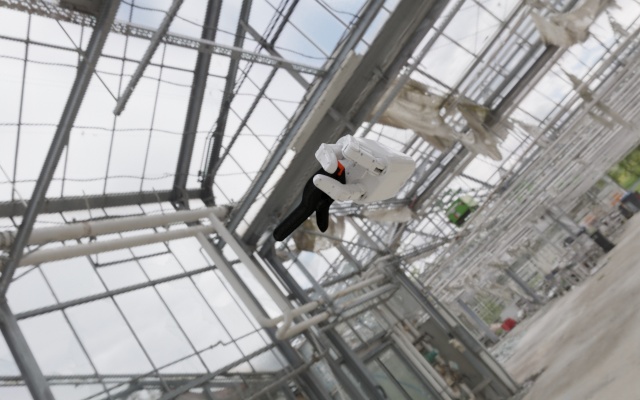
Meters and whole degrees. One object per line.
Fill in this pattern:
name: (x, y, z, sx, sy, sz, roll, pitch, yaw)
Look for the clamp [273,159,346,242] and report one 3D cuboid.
clamp: (0.000, 0.002, 0.810, 0.039, 0.171, 0.120, 48, 28, 23)
